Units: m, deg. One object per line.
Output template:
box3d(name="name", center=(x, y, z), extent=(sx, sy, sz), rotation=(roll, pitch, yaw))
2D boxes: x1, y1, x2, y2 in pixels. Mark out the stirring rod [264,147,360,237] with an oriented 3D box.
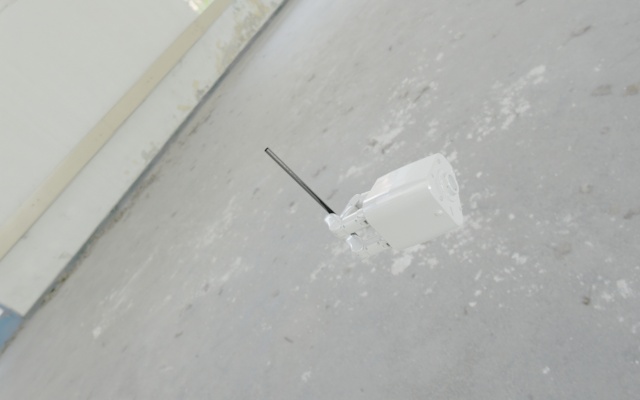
box3d(name="stirring rod", center=(0.000, 0.002, 0.732), extent=(0.240, 0.011, 0.011), rotation=(44, -24, -27))
